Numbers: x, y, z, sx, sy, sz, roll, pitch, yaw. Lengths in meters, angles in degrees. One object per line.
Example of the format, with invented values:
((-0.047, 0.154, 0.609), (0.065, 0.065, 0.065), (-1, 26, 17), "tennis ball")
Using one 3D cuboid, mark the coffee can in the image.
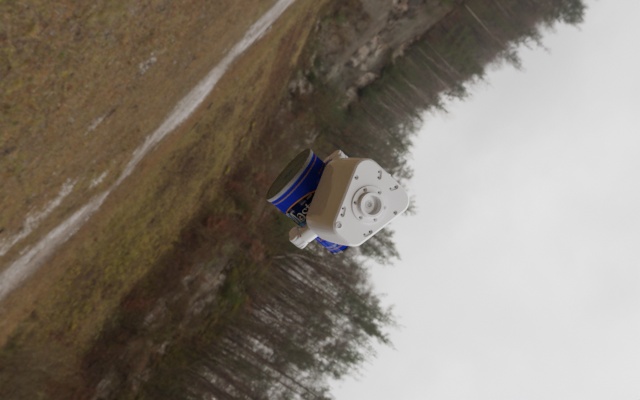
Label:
((0.000, 0.002, 0.751), (0.140, 0.103, 0.103), (41, -13, -16), "coffee can")
